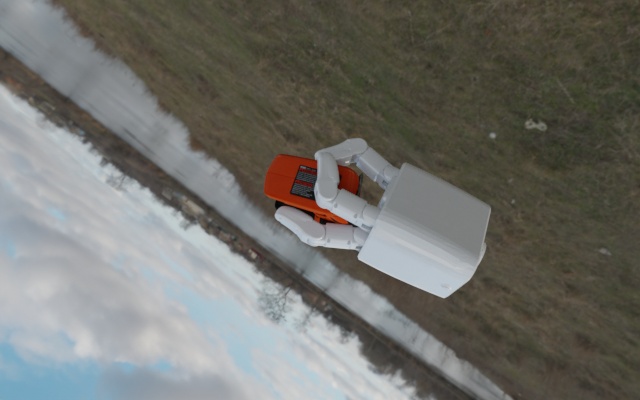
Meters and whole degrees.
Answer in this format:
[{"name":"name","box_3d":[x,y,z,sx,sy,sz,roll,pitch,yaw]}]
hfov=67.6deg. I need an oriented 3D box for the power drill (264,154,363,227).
[{"name":"power drill","box_3d":[0.000,0.002,0.601,0.184,0.057,0.188,13,-11,20]}]
